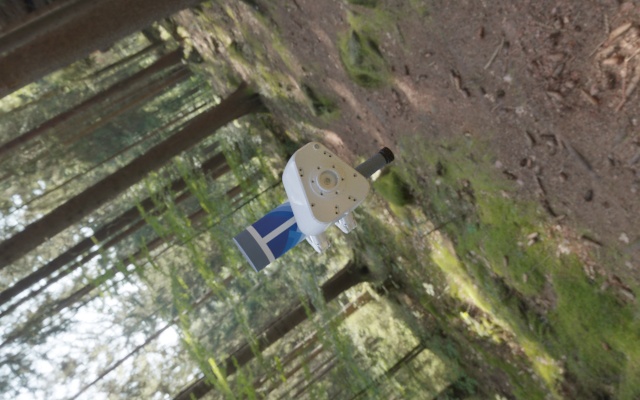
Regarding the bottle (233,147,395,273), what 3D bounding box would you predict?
[{"bbox_3d":[0.000,0.003,0.772,0.295,0.069,0.069,-35,10,-14],"label":"bottle"}]
